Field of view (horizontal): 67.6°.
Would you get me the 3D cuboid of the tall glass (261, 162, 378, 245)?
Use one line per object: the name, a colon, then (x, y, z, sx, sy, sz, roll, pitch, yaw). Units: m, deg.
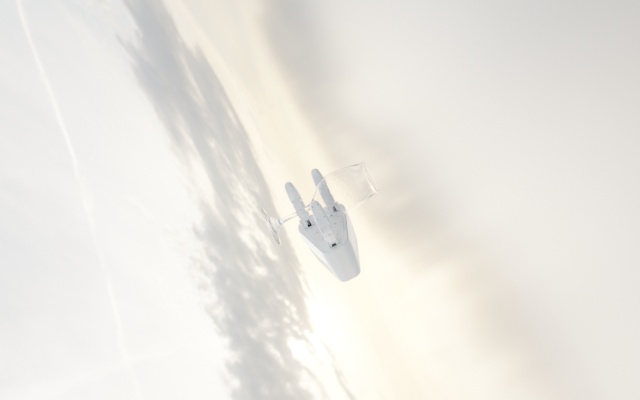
tall glass: (-0.001, 0.003, 0.852, 0.201, 0.079, 0.079, -27, 0, -1)
